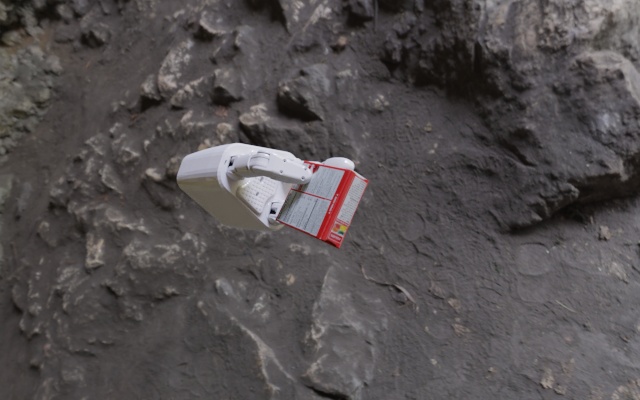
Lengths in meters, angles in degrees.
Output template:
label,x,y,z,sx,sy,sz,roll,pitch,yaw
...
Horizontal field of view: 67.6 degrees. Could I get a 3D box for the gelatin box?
label,x,y,z,sx,sy,sz,roll,pitch,yaw
gelatin box,0.000,0.001,0.488,0.030,0.073,0.089,28,-7,-35
